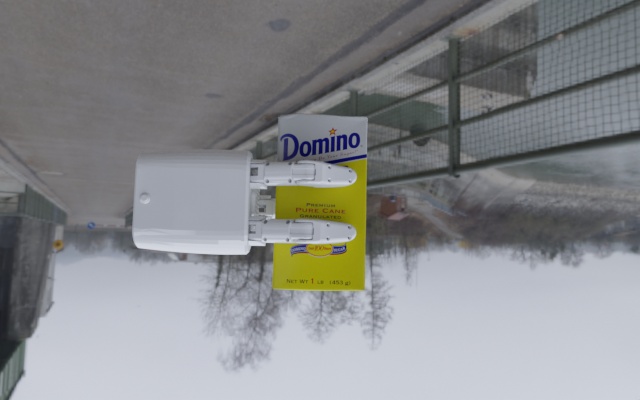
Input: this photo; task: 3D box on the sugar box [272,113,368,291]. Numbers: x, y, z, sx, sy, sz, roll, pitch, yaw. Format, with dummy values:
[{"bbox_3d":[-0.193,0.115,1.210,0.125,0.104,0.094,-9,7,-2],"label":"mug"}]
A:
[{"bbox_3d":[0.000,0.002,0.488,0.093,0.176,0.048,1,-4,-2],"label":"sugar box"}]
